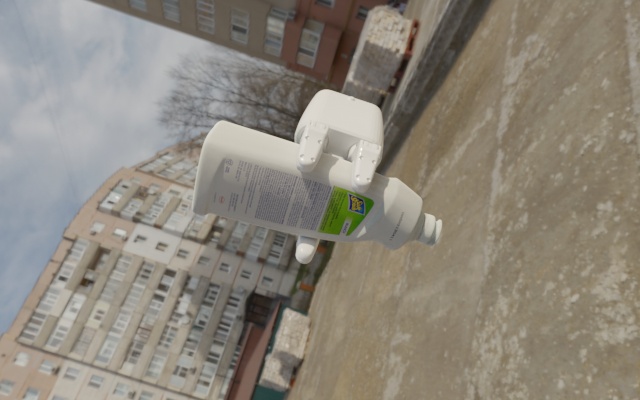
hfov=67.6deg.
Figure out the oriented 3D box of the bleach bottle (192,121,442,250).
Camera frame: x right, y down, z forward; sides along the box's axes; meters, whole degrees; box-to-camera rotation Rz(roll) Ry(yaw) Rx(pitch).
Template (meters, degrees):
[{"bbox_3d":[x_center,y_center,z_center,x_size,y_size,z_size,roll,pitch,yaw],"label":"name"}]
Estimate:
[{"bbox_3d":[0.000,0.002,0.499,0.251,0.103,0.068,18,34,-3],"label":"bleach bottle"}]
